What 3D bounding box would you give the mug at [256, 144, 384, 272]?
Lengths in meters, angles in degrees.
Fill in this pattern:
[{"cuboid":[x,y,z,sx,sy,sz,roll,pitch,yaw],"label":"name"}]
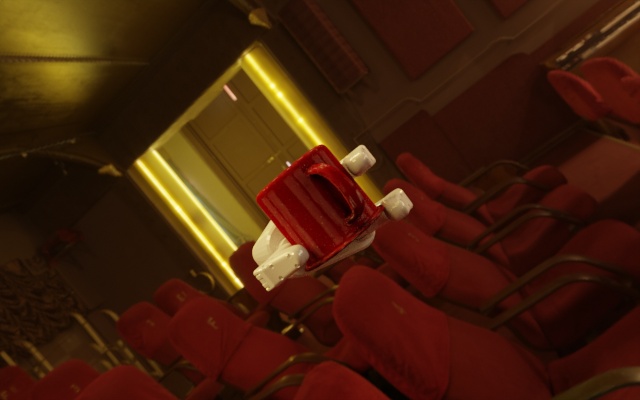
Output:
[{"cuboid":[0.000,0.001,0.421,0.093,0.081,0.117,-40,3,-21],"label":"mug"}]
